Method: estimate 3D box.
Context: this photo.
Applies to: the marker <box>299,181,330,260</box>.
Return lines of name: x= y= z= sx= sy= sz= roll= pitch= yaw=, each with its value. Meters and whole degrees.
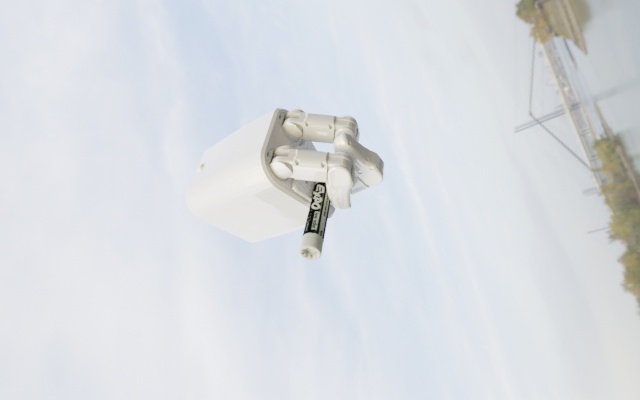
marker: x=0.000 y=0.001 z=0.437 sx=0.020 sy=0.121 sz=0.020 roll=6 pitch=-44 yaw=6
